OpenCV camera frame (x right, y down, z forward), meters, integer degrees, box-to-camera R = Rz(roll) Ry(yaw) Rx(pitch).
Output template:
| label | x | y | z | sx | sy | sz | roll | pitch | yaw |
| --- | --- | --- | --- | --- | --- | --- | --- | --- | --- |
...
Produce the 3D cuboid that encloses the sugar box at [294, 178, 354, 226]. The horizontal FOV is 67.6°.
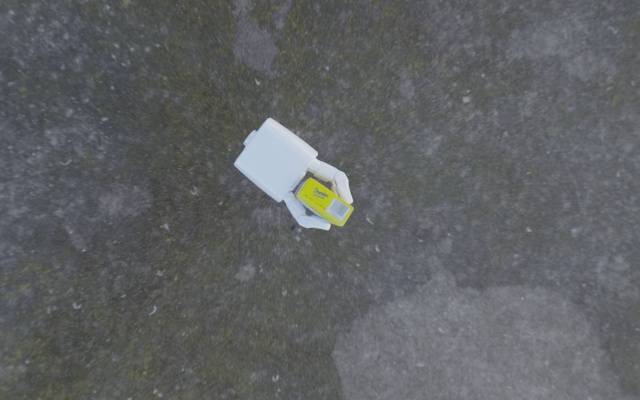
| label | x | y | z | sx | sy | sz | roll | pitch | yaw |
| --- | --- | --- | --- | --- | --- | --- | --- | --- | --- |
| sugar box | 0.000 | 0.002 | 0.876 | 0.093 | 0.048 | 0.176 | 36 | -1 | -5 |
